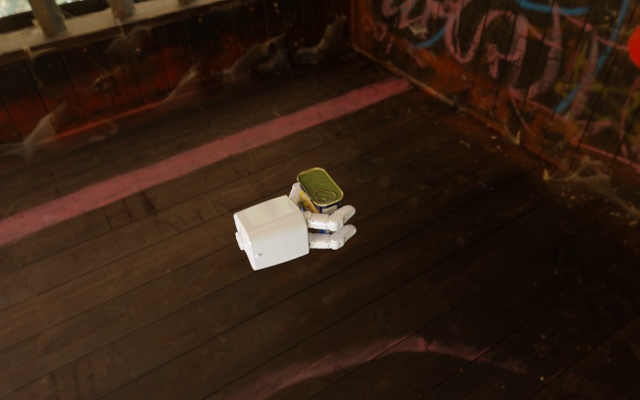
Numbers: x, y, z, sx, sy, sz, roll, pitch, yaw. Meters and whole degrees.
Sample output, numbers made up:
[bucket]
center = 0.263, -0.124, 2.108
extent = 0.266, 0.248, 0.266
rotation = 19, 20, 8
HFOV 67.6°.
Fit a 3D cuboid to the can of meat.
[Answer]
[can of meat]
center = 0.000, 0.003, 0.891
extent = 0.057, 0.084, 0.102
rotation = -20, 46, -18
